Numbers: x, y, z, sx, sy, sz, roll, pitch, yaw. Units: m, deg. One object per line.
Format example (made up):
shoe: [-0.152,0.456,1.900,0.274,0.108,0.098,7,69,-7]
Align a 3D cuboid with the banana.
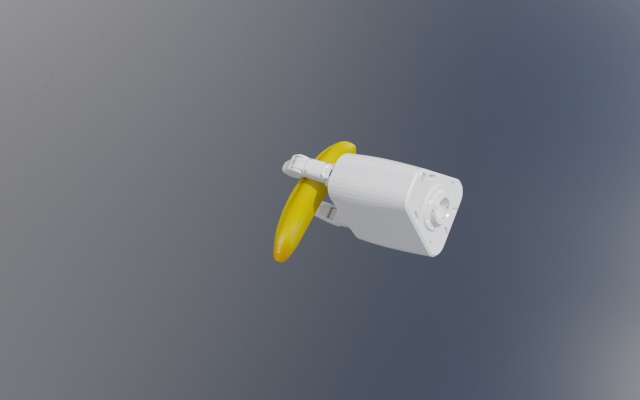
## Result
banana: [-0.003,-0.013,0.597,0.037,0.197,0.070,19,-32,31]
